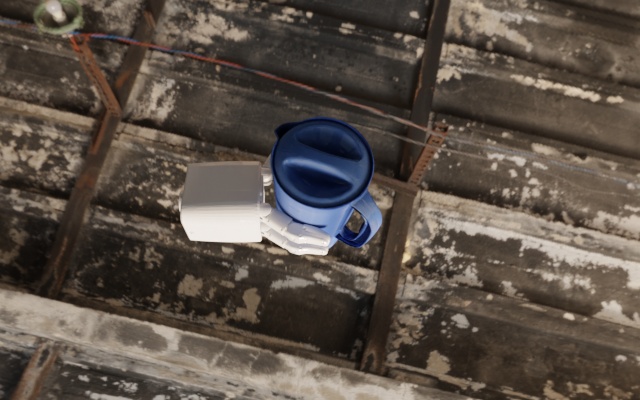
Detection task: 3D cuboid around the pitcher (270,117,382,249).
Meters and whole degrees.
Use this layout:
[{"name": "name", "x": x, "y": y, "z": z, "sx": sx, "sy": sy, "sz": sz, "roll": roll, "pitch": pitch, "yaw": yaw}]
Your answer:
[{"name": "pitcher", "x": 0.000, "y": 0.002, "z": 0.709, "sx": 0.145, "sy": 0.149, "sz": 0.243, "roll": 0, "pitch": -24, "yaw": -5}]
